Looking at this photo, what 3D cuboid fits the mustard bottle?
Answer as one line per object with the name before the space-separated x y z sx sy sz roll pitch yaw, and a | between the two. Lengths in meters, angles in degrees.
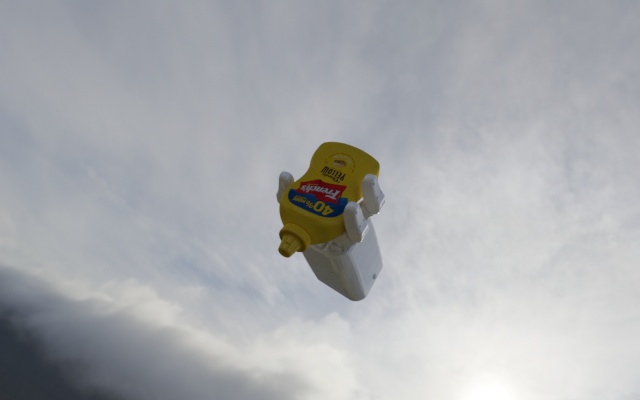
mustard bottle | 0.000 0.002 0.640 0.096 0.191 0.058 24 -37 16
